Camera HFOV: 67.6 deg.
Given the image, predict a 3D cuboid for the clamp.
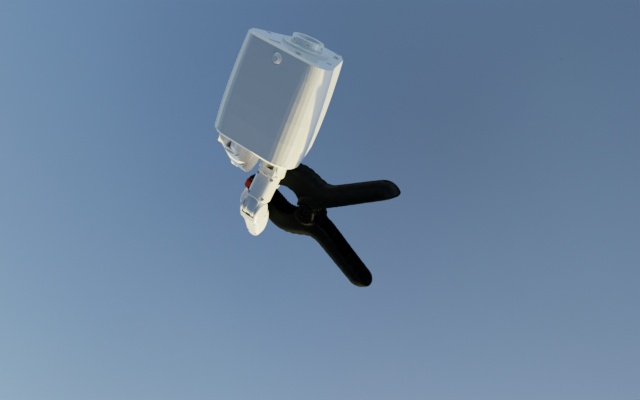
[{"bbox_3d":[0.000,0.001,0.493,0.171,0.120,0.039,32,26,15],"label":"clamp"}]
